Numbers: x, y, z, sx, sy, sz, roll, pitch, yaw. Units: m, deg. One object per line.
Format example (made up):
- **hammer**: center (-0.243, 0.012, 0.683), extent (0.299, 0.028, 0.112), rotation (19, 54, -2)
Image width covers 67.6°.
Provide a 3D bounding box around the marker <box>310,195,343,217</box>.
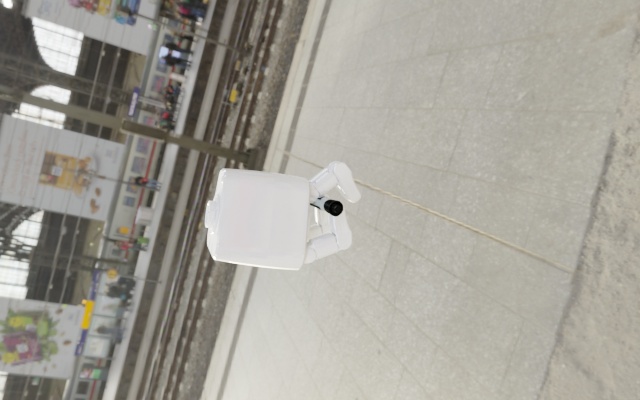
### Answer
- **marker**: center (0.000, 0.002, 0.599), extent (0.020, 0.020, 0.121), rotation (0, 8, -19)
